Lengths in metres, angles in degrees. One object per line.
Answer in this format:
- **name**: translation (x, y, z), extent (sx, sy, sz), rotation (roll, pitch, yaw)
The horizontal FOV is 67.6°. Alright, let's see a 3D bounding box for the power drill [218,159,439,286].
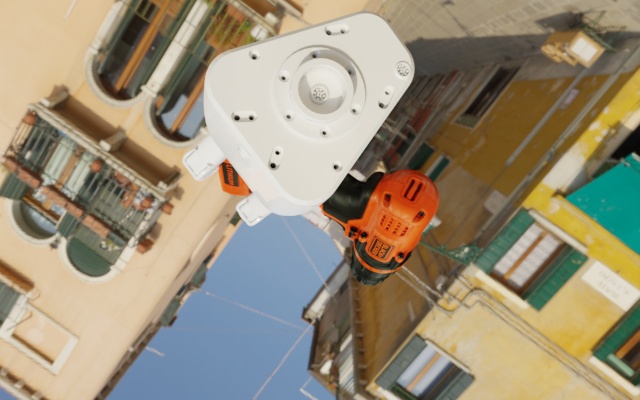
- **power drill**: translation (0.000, 0.001, 0.433), extent (0.187, 0.057, 0.184), rotation (27, -29, 7)
